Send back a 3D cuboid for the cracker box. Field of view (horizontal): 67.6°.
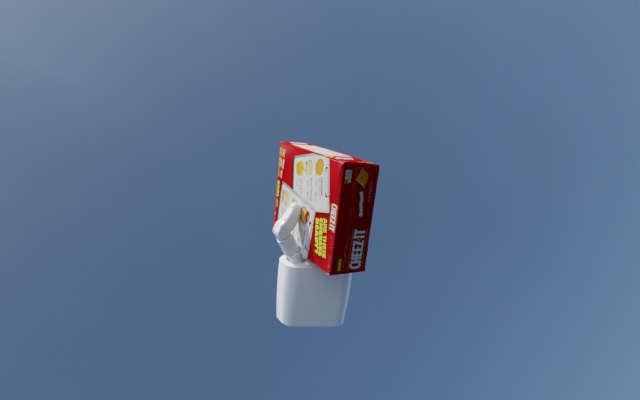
[{"bbox_3d":[0.000,0.002,0.757,0.072,0.164,0.213,-1,14,-29],"label":"cracker box"}]
